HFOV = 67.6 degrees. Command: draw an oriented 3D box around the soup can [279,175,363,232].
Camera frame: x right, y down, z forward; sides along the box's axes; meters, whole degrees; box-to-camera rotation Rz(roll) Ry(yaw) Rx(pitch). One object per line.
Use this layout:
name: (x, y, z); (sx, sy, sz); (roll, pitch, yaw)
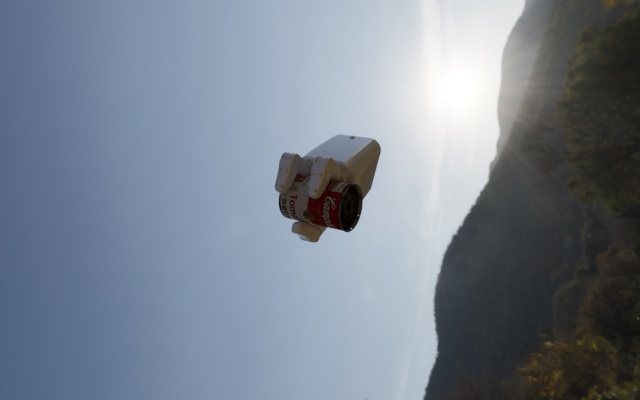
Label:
soup can: (0.000, 0.003, 0.681); (0.102, 0.068, 0.068); (11, 5, 29)
